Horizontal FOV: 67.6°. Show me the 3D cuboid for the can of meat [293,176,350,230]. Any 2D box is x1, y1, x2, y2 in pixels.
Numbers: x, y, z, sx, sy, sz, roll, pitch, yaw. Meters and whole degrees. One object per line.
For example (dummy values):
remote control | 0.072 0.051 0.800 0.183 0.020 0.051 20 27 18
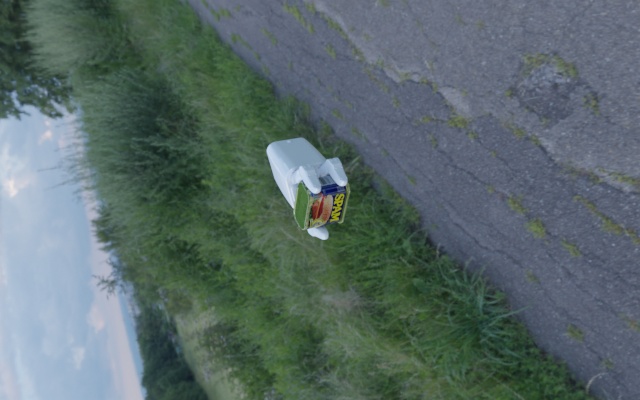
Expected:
can of meat | 0.000 0.003 0.895 0.084 0.102 0.057 -12 45 -25
